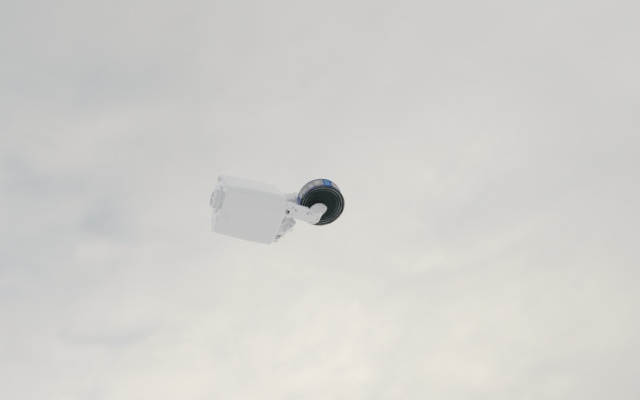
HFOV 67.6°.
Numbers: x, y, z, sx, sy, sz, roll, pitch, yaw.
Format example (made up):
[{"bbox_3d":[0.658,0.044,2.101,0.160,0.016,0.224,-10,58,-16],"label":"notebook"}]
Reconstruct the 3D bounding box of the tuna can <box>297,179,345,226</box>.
[{"bbox_3d":[0.000,0.003,0.892,0.086,0.086,0.033,0,30,-13],"label":"tuna can"}]
